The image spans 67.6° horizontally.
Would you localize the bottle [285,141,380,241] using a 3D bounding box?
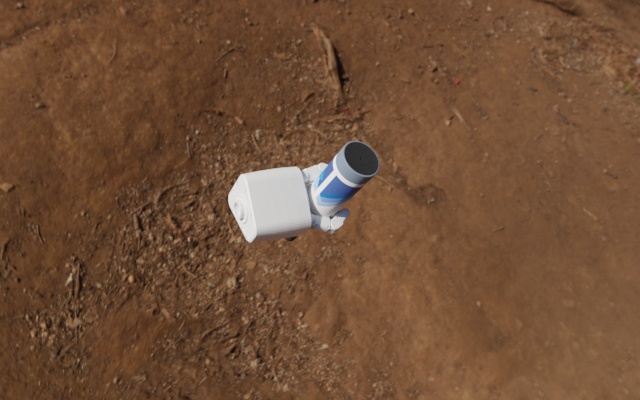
[{"bbox_3d":[0.000,0.003,0.858,0.069,0.069,0.296,0,-28,-29],"label":"bottle"}]
